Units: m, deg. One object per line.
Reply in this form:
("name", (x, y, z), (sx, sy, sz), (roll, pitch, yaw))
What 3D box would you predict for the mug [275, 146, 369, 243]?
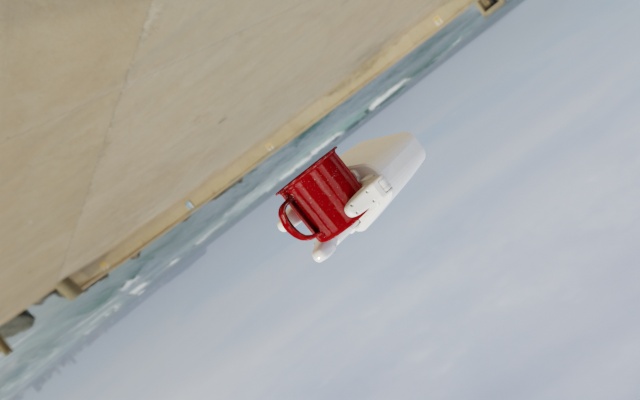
("mug", (-0.001, 0.003, 0.563), (0.117, 0.081, 0.093), (-42, 6, -38))
